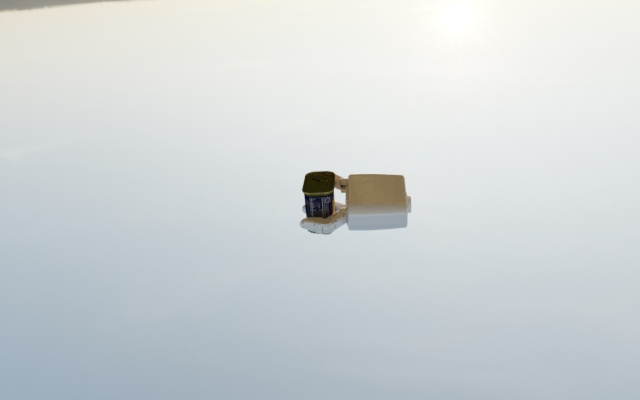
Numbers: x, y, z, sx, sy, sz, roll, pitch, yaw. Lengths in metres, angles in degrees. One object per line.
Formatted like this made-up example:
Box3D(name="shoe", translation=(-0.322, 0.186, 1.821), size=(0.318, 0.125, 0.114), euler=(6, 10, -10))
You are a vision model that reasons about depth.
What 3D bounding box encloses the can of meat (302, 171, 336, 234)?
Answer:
Box3D(name="can of meat", translation=(0.000, 0.003, 0.876), size=(0.057, 0.084, 0.102), euler=(-2, 25, 4))
